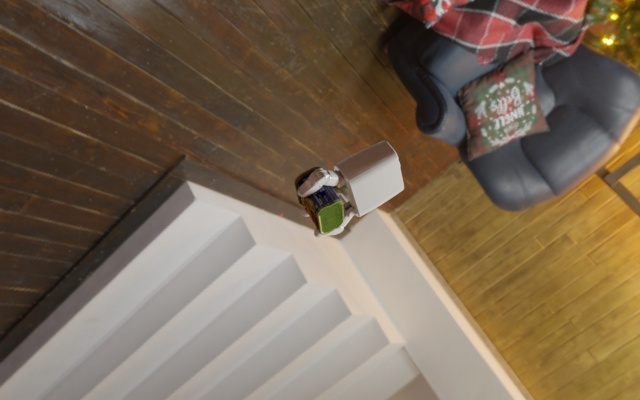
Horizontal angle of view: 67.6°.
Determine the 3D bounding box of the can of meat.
[{"bbox_3d":[0.000,0.003,0.874,0.057,0.084,0.102,-27,-30,-11],"label":"can of meat"}]
